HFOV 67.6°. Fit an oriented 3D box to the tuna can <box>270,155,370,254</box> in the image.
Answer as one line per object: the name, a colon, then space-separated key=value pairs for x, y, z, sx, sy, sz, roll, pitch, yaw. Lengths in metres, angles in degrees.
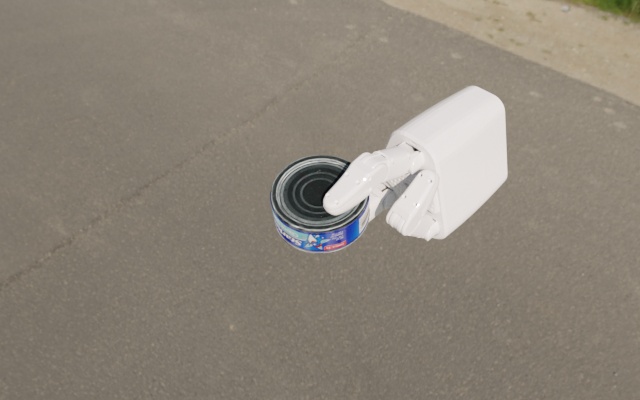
tuna can: x=0.000 y=0.001 z=0.413 sx=0.086 sy=0.086 sz=0.034 roll=0 pitch=-38 yaw=5
